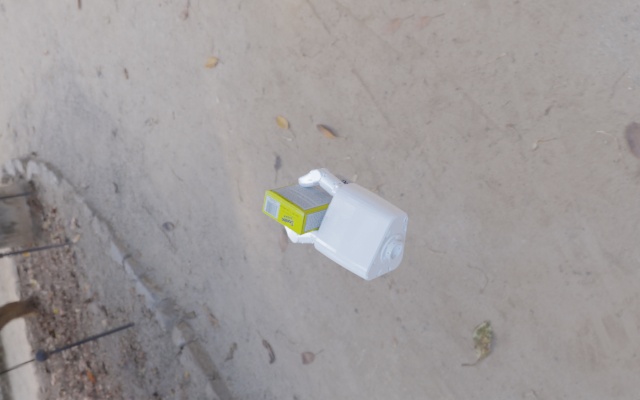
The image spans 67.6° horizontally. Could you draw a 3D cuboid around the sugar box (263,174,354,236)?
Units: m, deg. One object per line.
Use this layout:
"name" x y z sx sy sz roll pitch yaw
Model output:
"sugar box" 0.000 0.003 0.799 0.093 0.048 0.176 31 28 35
